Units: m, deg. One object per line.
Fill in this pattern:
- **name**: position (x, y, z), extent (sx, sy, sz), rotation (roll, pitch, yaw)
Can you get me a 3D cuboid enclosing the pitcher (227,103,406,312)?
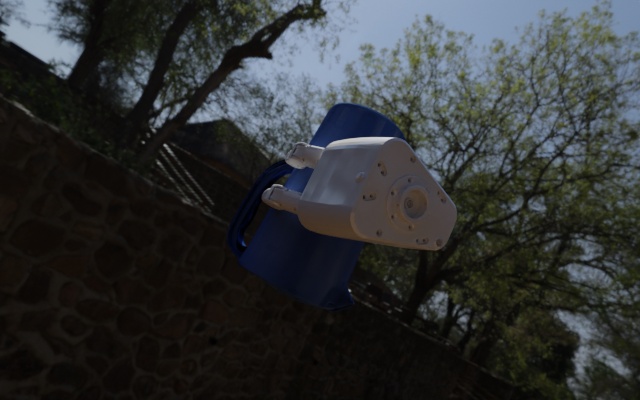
- **pitcher**: position (0.000, 0.002, 0.598), extent (0.149, 0.243, 0.145), rotation (31, -10, -22)
